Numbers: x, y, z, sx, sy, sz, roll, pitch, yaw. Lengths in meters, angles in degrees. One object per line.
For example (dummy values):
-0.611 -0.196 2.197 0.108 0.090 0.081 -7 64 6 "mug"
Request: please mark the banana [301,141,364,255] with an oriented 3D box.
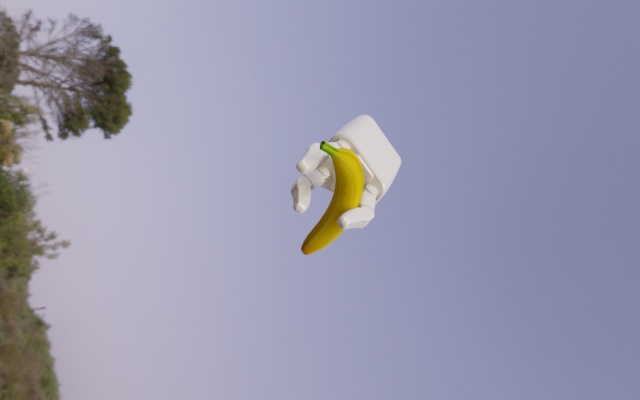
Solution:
0.019 0.002 0.649 0.069 0.198 0.037 6 38 -5 "banana"
